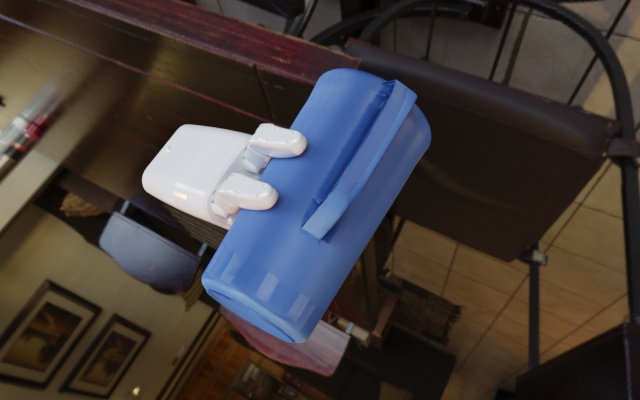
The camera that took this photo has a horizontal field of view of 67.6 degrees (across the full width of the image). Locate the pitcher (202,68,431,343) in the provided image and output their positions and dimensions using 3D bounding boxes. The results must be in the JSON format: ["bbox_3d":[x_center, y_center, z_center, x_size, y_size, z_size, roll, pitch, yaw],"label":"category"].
[{"bbox_3d":[0.000,0.001,0.446,0.145,0.242,0.149,17,-25,33],"label":"pitcher"}]
